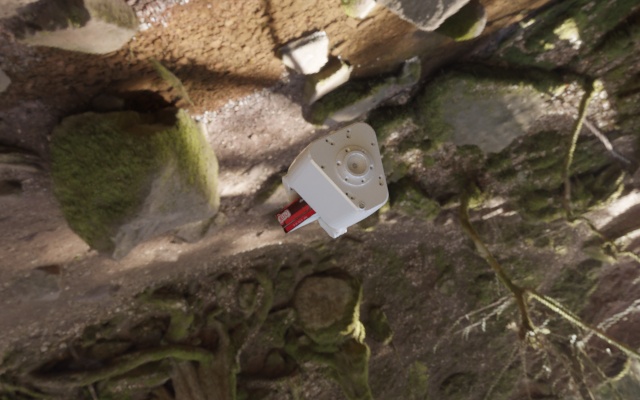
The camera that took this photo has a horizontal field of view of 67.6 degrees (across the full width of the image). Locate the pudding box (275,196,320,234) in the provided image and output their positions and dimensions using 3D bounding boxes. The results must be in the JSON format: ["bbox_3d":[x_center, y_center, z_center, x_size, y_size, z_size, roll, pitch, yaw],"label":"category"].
[{"bbox_3d":[0.000,0.002,0.720,0.113,0.039,0.090,-21,-9,-47],"label":"pudding box"}]
